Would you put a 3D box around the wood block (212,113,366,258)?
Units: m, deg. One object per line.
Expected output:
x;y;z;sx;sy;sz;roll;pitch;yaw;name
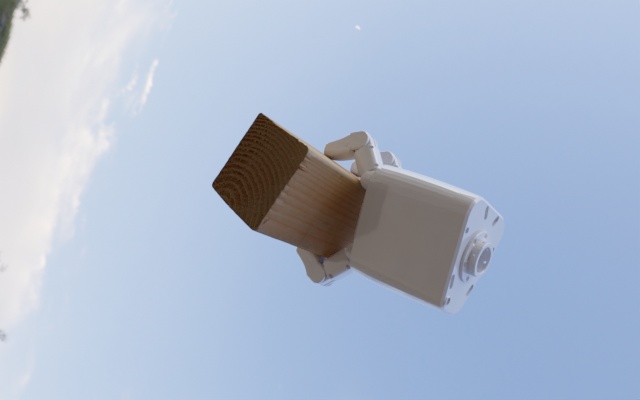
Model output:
0.000;0.002;0.517;0.090;0.091;0.206;40;8;40;wood block
